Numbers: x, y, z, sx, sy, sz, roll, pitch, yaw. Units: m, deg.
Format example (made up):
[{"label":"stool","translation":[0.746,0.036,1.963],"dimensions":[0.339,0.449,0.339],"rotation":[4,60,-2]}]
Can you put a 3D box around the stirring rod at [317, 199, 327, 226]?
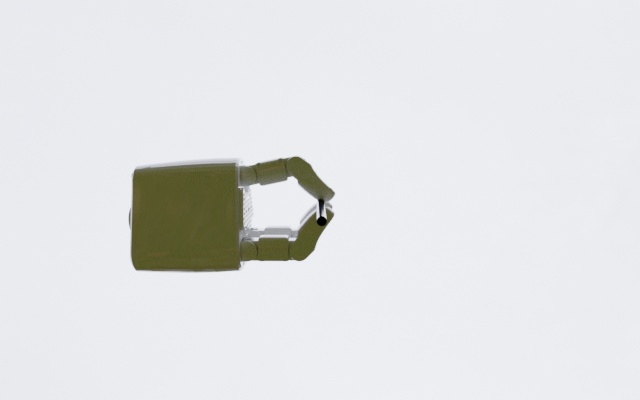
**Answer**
[{"label":"stirring rod","translation":[0.000,0.002,0.490],"dimensions":[0.011,0.011,0.239],"rotation":[0,7,0]}]
